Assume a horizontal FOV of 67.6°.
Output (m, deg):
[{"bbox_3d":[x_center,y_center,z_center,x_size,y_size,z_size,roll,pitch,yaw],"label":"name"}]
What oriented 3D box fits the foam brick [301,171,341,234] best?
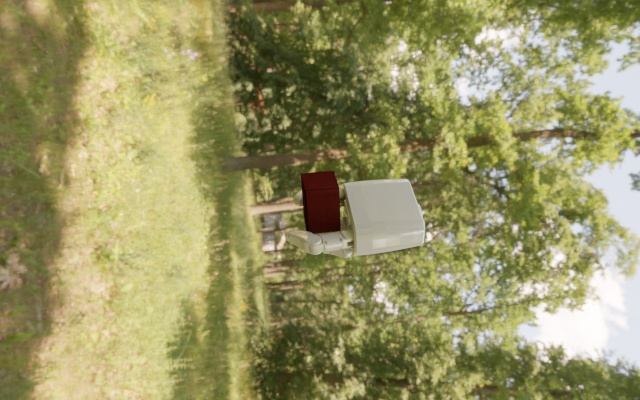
[{"bbox_3d":[0.000,0.002,0.704,0.051,0.078,0.053,-6,34,-4],"label":"foam brick"}]
